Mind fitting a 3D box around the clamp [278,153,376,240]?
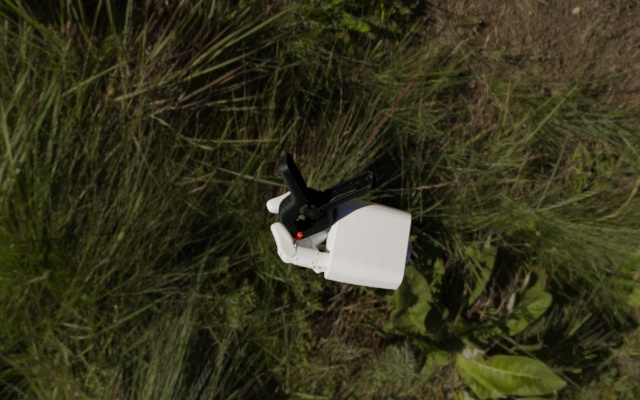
[{"bbox_3d":[0.000,0.003,0.624,0.120,0.039,0.172,11,-32,-2],"label":"clamp"}]
